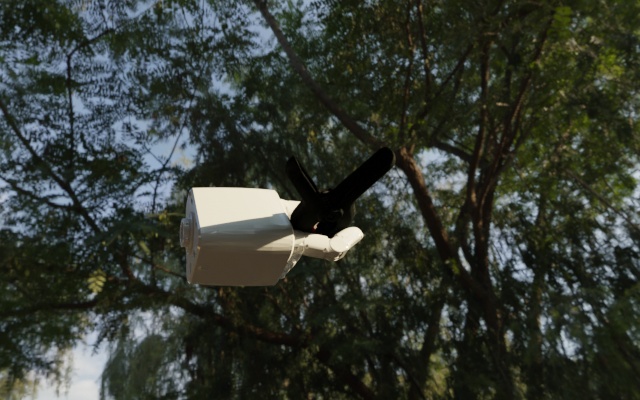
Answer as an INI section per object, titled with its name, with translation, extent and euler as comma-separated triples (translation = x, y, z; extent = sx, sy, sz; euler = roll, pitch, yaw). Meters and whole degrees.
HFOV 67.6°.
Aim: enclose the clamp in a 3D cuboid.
[clamp]
translation = 0.000, 0.001, 0.540
extent = 0.120, 0.039, 0.172
euler = 3, -42, -24
